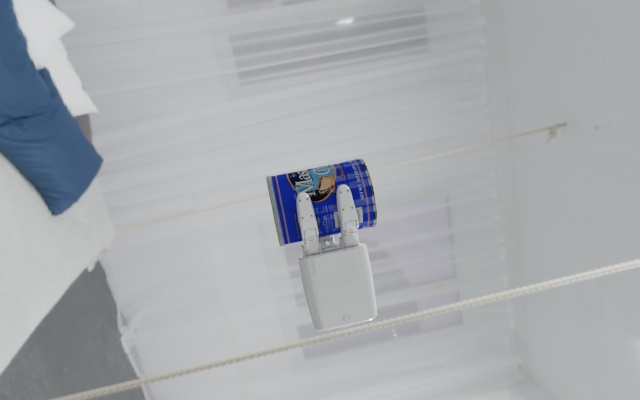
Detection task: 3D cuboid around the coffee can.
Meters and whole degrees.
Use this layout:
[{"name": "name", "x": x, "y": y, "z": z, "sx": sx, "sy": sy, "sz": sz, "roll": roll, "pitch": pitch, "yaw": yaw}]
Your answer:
[{"name": "coffee can", "x": 0.000, "y": 0.002, "z": 0.691, "sx": 0.140, "sy": 0.103, "sz": 0.103, "roll": -11, "pitch": 1, "yaw": -5}]
